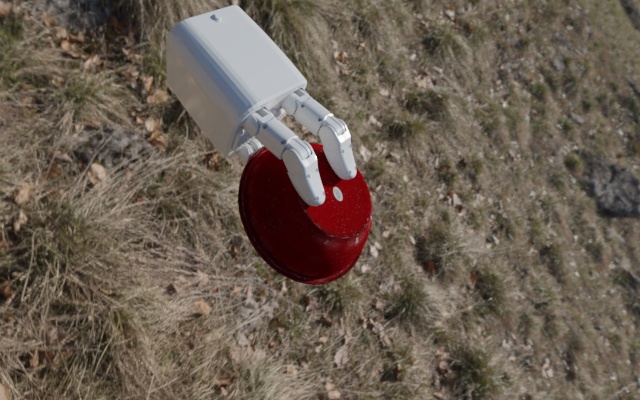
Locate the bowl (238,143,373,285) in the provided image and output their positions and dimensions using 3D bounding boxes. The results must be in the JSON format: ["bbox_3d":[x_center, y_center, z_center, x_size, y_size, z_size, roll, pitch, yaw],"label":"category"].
[{"bbox_3d":[0.001,0.002,0.489,0.162,0.162,0.055,0,-19,-38],"label":"bowl"}]
